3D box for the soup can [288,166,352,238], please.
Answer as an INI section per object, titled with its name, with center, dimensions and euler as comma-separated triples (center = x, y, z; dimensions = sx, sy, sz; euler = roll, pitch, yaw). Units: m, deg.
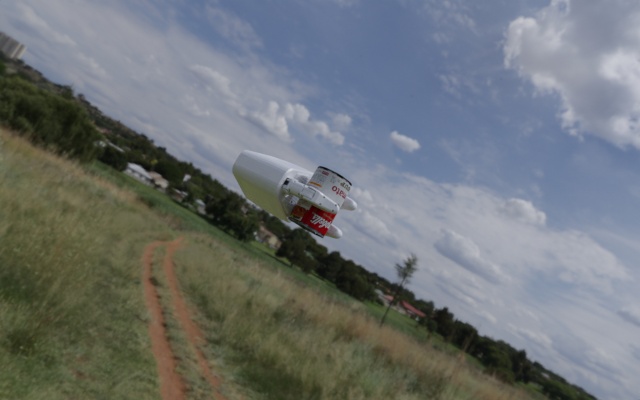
[soup can]
center = 0.001, 0.003, 0.796
dimensions = 0.068, 0.102, 0.068
euler = 29, -7, 4
